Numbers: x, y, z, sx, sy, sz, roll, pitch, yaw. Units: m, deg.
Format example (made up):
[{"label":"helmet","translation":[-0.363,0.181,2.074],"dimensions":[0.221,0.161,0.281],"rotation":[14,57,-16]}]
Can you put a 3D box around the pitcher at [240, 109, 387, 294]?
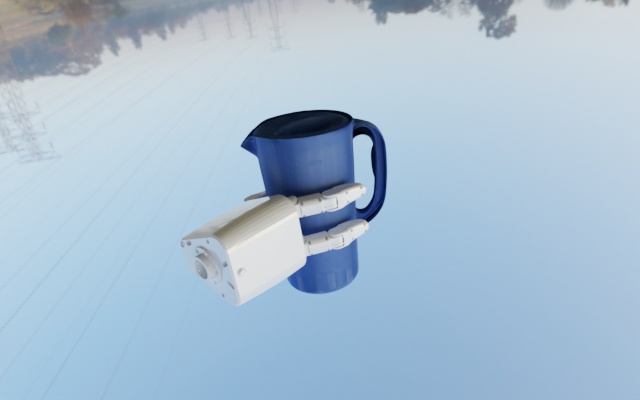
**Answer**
[{"label":"pitcher","translation":[0.000,0.002,0.661],"dimensions":[0.149,0.243,0.145],"rotation":[16,34,41]}]
